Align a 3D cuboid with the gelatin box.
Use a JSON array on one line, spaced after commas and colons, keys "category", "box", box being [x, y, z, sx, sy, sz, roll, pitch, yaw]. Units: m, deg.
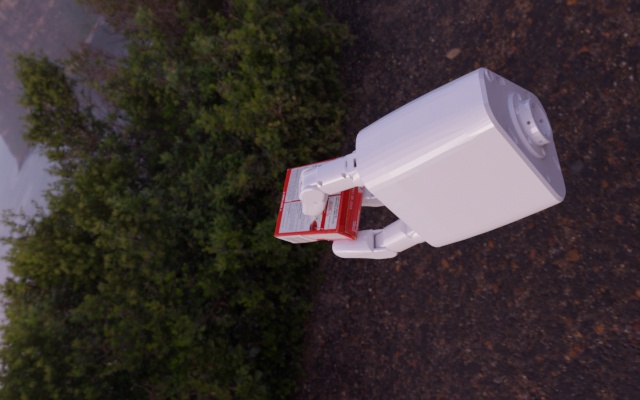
[{"category": "gelatin box", "box": [0.000, 0.001, 0.458, 0.089, 0.073, 0.030, -8, -24, 44]}]
